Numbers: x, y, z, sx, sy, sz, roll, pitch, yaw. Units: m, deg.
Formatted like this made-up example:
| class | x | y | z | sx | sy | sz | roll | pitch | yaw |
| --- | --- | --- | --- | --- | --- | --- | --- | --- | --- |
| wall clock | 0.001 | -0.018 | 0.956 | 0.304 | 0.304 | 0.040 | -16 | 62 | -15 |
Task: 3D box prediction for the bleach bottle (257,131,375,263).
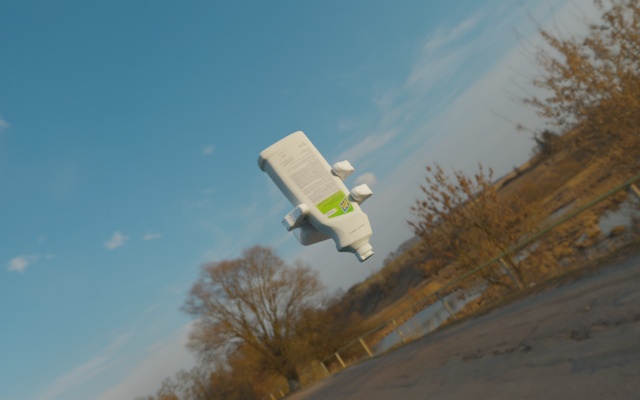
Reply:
| class | x | y | z | sx | sy | sz | roll | pitch | yaw |
| --- | --- | --- | --- | --- | --- | --- | --- | --- | --- |
| bleach bottle | 0.000 | 0.003 | 0.828 | 0.102 | 0.250 | 0.068 | -33 | -14 | -15 |
